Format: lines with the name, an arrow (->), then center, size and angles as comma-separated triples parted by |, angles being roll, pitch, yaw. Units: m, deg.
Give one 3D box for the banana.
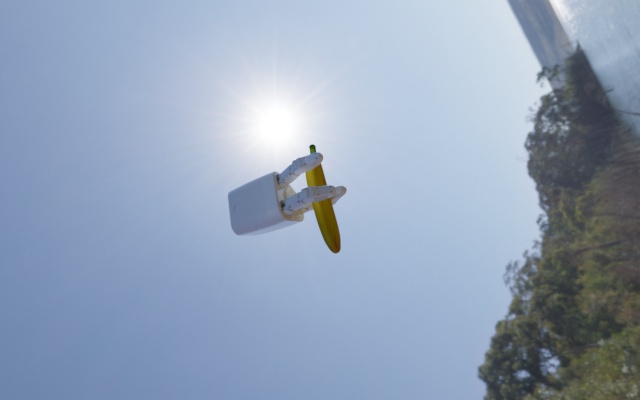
banana -> 0.001, 0.001, 0.867 | 0.037, 0.198, 0.069 | -15, -6, 4
